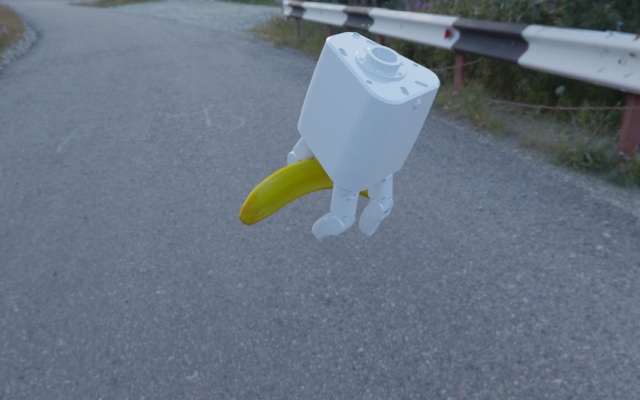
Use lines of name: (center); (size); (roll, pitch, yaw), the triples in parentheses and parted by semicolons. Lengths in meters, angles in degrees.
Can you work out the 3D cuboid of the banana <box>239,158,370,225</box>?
banana: (-0.002, -0.016, 0.536); (0.198, 0.069, 0.037); (-5, -21, -31)
